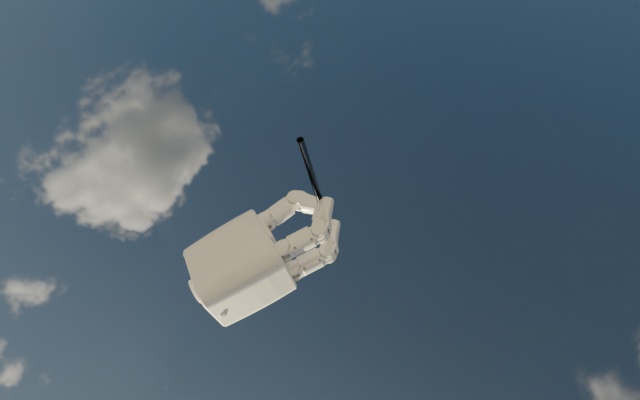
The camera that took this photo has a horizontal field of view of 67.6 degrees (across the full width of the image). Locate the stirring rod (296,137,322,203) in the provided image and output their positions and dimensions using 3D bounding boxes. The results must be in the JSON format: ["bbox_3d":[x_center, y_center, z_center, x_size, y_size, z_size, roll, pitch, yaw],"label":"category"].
[{"bbox_3d":[0.000,0.002,0.607,0.011,0.011,0.240,0,-34,13],"label":"stirring rod"}]
